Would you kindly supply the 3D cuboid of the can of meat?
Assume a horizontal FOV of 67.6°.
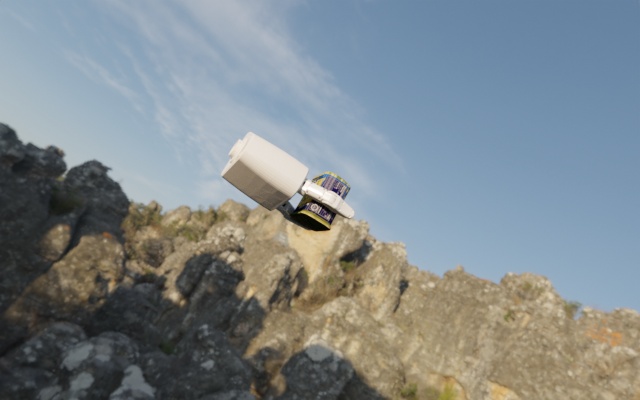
[{"bbox_3d":[0.000,0.002,0.816,0.057,0.084,0.102,33,-15,-14],"label":"can of meat"}]
